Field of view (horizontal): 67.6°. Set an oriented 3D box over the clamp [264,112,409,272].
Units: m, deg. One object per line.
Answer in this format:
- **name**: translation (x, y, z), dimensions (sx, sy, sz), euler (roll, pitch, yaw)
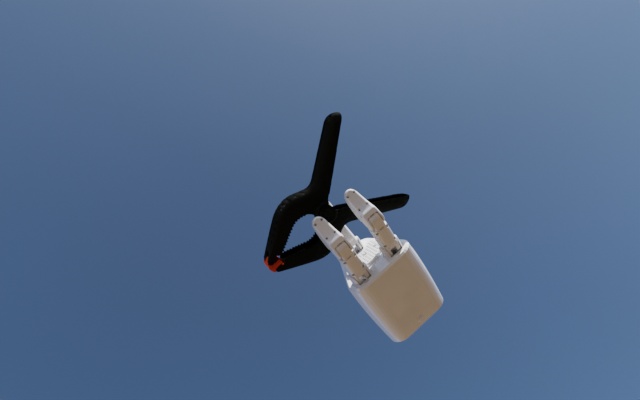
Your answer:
- **clamp**: translation (0.000, 0.002, 0.617), dimensions (0.210, 0.164, 0.036), euler (-40, 20, -10)
